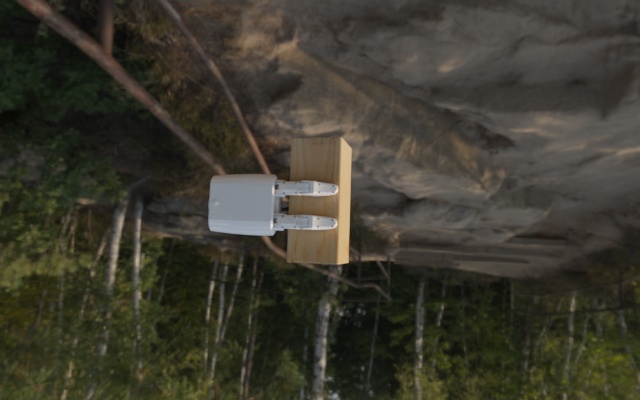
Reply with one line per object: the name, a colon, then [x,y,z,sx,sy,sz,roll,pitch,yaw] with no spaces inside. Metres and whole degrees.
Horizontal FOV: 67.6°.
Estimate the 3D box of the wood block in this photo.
wood block: [0.000,0.003,0.818,0.090,0.206,0.091,1,-5,14]
